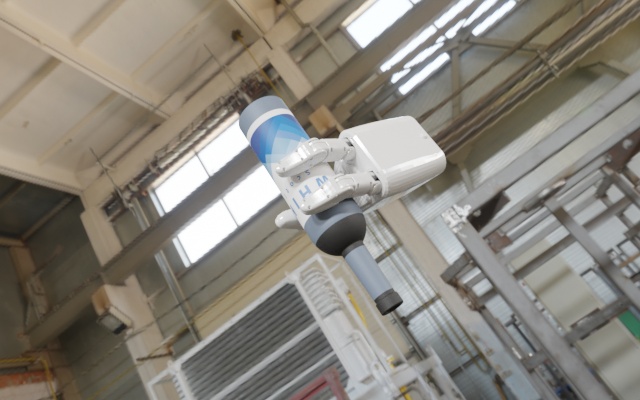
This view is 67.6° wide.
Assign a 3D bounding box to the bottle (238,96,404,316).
[{"bbox_3d":[0.000,0.002,0.558,0.069,0.295,0.069,-28,-24,-14],"label":"bottle"}]
